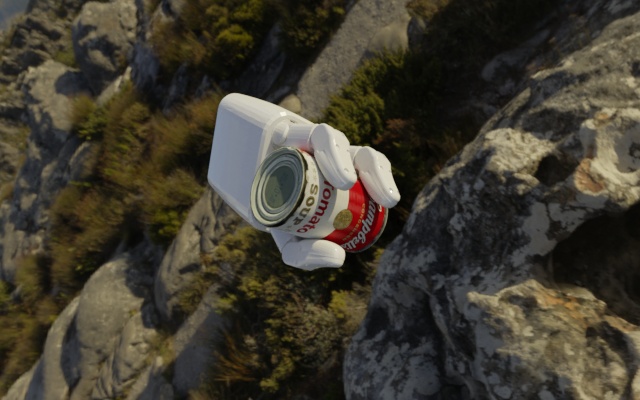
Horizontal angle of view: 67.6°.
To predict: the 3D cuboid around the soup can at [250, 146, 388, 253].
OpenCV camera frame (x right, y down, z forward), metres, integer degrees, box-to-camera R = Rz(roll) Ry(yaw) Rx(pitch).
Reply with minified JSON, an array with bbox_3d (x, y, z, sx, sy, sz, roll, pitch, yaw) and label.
[{"bbox_3d":[0.000,0.002,0.406,0.068,0.068,0.102,0,-15,46],"label":"soup can"}]
